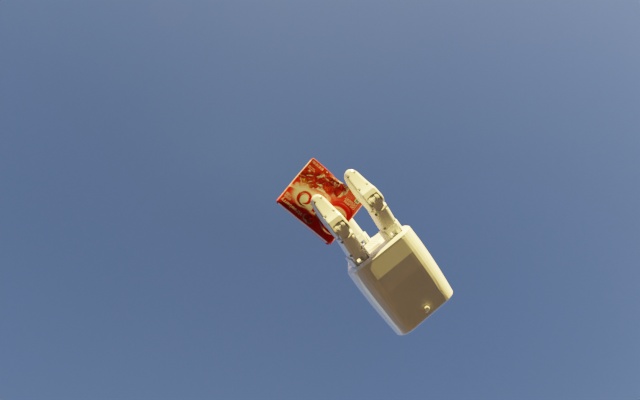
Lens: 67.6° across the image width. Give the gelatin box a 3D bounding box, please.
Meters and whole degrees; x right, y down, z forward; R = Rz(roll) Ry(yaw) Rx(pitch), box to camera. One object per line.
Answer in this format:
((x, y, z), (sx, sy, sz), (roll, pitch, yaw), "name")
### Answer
((0.000, 0.002, 0.614), (0.089, 0.073, 0.030), (40, -9, -1), "gelatin box")
